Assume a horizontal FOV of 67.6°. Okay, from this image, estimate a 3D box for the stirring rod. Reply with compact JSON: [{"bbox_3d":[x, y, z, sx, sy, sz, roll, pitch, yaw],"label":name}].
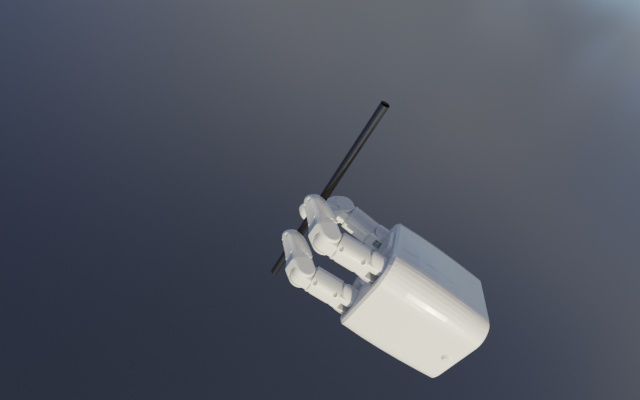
[{"bbox_3d":[0.000,0.002,0.454,0.011,0.011,0.240,0,-40,-34],"label":"stirring rod"}]
